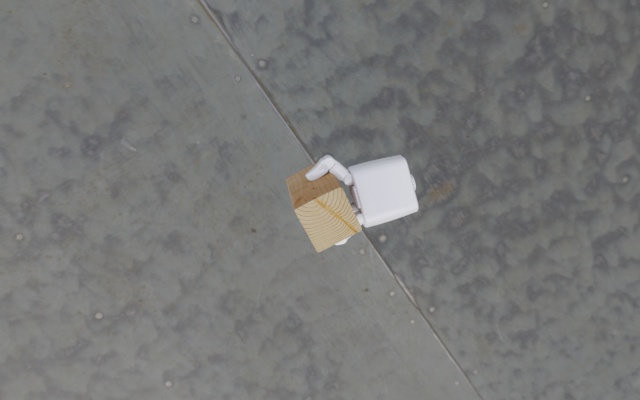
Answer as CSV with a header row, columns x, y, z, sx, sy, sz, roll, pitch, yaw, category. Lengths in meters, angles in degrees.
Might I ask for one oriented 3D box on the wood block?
x,y,z,sx,sy,sz,roll,pitch,yaw,category
0.000,0.003,0.896,0.090,0.091,0.206,-27,19,0,wood block
